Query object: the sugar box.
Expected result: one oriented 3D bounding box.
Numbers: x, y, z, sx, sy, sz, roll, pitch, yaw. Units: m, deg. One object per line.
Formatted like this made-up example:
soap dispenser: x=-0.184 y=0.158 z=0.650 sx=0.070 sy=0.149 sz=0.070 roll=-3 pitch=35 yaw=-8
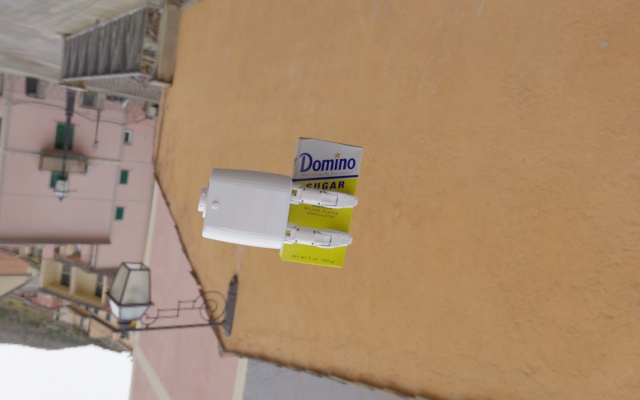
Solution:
sugar box: x=0.000 y=0.002 z=0.689 sx=0.093 sy=0.176 sz=0.048 roll=8 pitch=5 yaw=-10
